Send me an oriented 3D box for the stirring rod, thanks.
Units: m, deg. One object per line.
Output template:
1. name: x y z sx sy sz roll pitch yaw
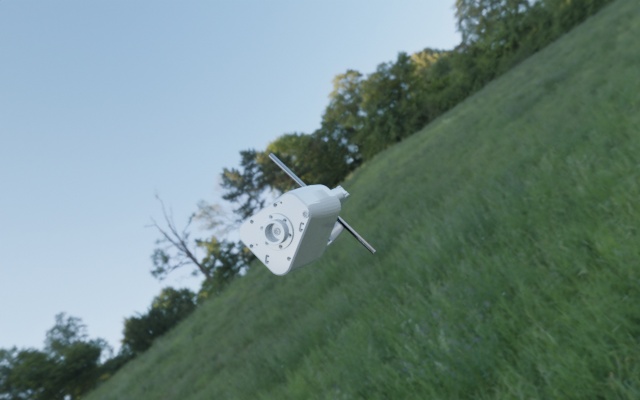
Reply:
1. stirring rod: 0.000 0.003 0.786 0.239 0.011 0.011 43 12 13
